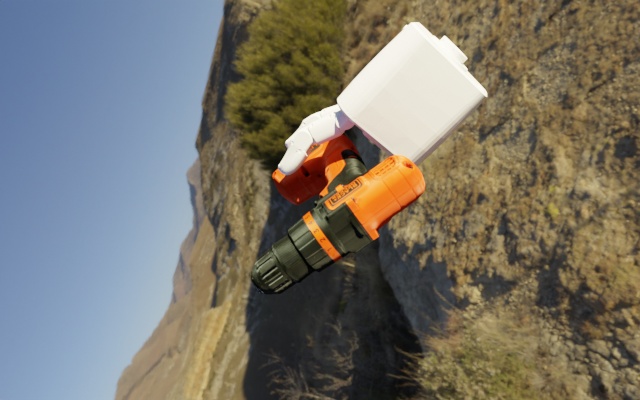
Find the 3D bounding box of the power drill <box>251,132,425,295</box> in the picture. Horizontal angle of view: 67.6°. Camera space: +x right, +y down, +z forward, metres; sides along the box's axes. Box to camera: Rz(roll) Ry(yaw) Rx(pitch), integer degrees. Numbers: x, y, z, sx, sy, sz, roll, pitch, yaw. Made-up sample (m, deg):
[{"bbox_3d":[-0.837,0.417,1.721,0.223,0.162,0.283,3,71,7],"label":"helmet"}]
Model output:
[{"bbox_3d":[0.000,0.001,0.502,0.184,0.057,0.187,-35,26,2],"label":"power drill"}]
